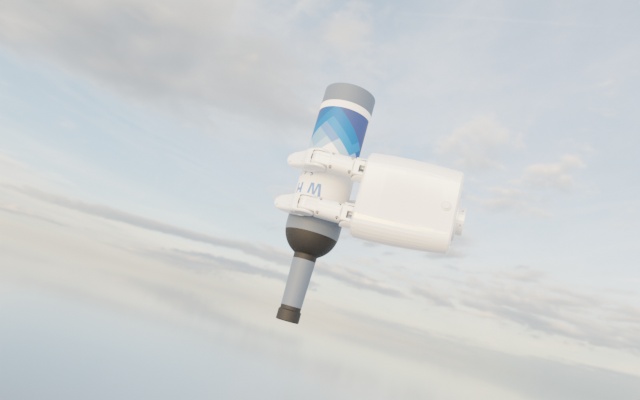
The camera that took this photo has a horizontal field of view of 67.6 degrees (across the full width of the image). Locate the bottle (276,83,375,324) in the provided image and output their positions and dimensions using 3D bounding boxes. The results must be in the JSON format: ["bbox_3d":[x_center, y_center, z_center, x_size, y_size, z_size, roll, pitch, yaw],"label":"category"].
[{"bbox_3d":[0.000,0.002,0.586,0.069,0.295,0.069,15,-13,4],"label":"bottle"}]
